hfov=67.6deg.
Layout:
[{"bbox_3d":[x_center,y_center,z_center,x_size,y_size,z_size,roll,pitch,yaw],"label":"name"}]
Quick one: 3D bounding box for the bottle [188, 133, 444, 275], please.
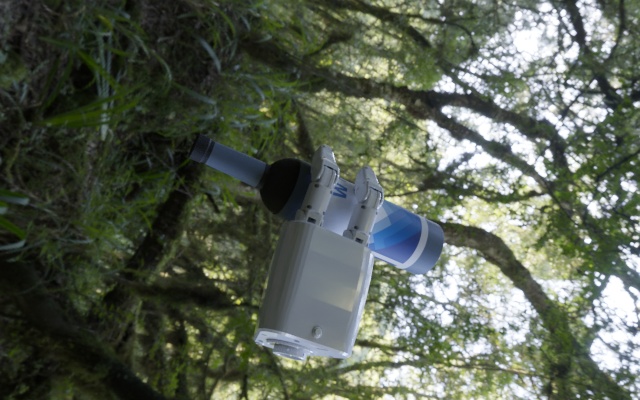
[{"bbox_3d":[0.000,0.002,0.524,0.296,0.069,0.069,24,-9,-20],"label":"bottle"}]
